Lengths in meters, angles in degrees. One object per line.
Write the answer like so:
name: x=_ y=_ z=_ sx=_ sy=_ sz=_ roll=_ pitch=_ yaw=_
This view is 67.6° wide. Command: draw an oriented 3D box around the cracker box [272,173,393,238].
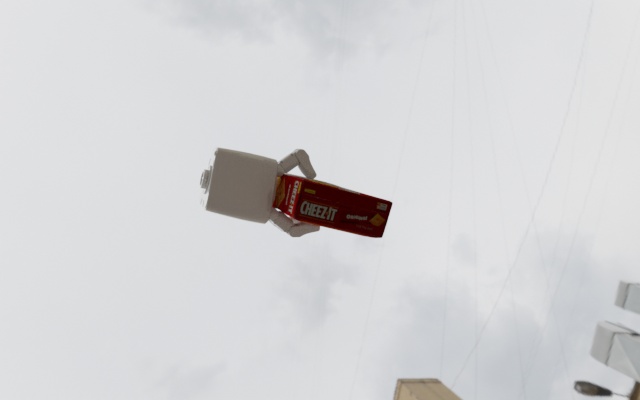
cracker box: x=0.000 y=0.003 z=0.845 sx=0.164 sy=0.072 sz=0.213 roll=13 pitch=3 yaw=-22
